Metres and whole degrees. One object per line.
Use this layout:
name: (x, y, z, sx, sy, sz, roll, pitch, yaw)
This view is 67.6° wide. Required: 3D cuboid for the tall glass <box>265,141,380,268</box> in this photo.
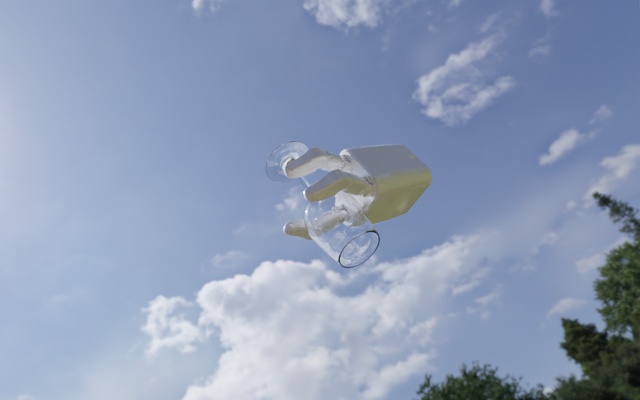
tall glass: (0.000, 0.002, 0.658, 0.079, 0.079, 0.201, 0, 37, -38)
